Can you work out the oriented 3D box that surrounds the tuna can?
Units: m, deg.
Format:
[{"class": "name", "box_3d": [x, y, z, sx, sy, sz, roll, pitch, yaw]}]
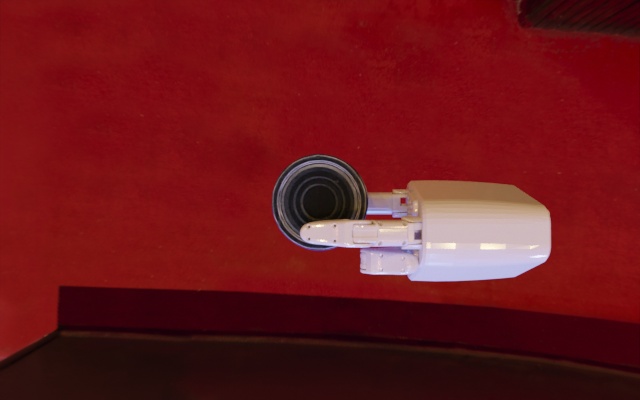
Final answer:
[{"class": "tuna can", "box_3d": [0.000, 0.001, 0.428, 0.086, 0.086, 0.034, 0, 1, 5]}]
